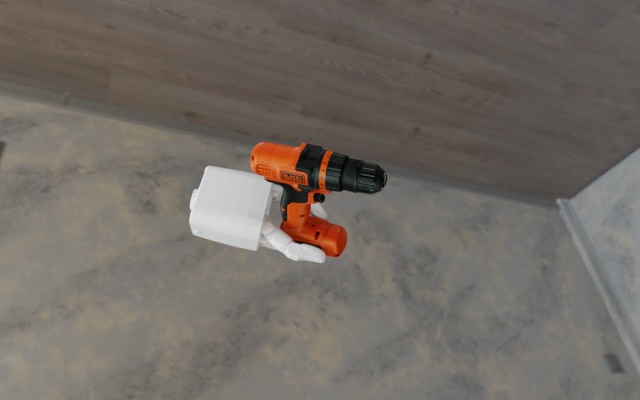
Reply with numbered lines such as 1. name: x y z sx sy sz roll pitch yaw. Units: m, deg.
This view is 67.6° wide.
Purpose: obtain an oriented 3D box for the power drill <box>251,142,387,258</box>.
1. power drill: 0.000 0.003 0.679 0.184 0.057 0.188 13 -41 15
